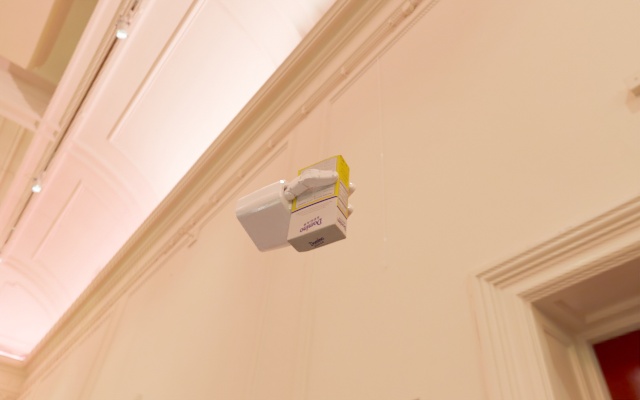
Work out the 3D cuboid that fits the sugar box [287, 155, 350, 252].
[{"bbox_3d":[0.000,0.003,0.825,0.093,0.176,0.048,-20,-49,24],"label":"sugar box"}]
